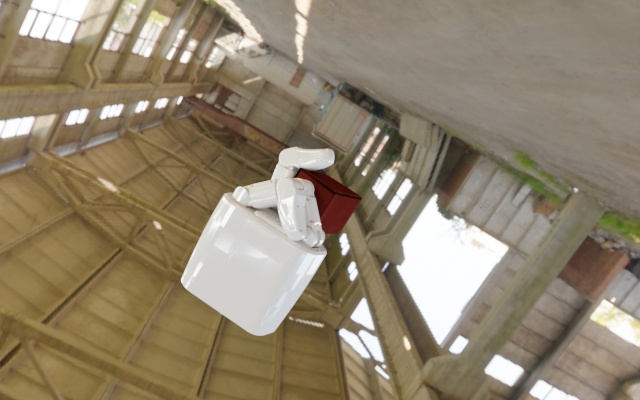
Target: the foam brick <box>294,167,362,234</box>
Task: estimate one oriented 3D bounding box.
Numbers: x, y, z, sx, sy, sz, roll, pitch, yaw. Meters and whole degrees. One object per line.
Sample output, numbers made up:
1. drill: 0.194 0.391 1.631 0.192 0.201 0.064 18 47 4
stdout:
1. foam brick: 0.000 0.002 0.530 0.053 0.051 0.078 35 11 24
